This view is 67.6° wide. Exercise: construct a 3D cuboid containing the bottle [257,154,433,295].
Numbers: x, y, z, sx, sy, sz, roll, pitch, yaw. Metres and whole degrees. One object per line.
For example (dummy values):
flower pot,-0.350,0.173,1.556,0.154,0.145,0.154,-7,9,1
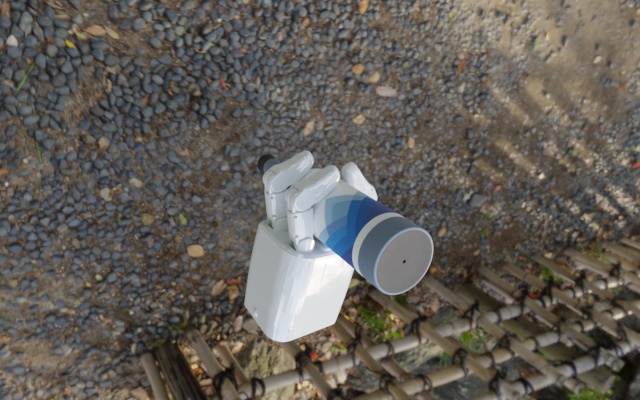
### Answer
bottle,0.000,0.002,0.532,0.069,0.069,0.295,0,21,-32
